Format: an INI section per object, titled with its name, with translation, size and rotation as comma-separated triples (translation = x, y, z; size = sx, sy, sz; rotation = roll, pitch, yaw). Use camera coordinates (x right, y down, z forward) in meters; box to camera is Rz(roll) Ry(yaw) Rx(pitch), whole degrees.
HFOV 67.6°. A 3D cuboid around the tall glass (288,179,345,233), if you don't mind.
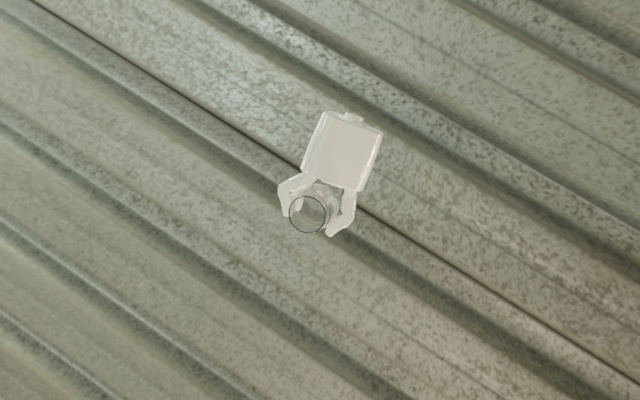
[tall glass]
translation = 0.000, 0.003, 0.850
size = 0.079, 0.079, 0.201
rotation = 0, 12, 13
